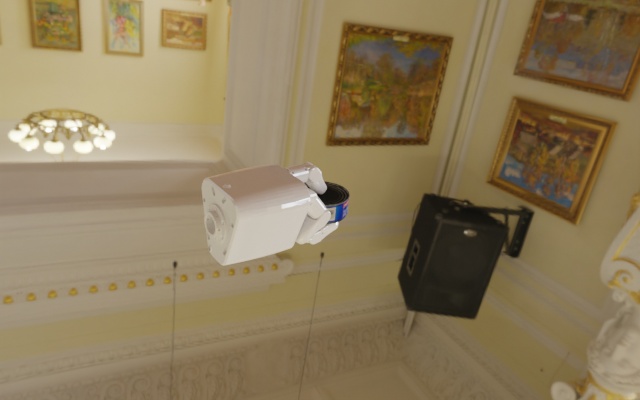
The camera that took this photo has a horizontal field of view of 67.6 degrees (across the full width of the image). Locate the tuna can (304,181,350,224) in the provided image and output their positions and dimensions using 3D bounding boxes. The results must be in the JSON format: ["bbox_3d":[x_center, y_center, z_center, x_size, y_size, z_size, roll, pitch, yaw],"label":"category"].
[{"bbox_3d":[0.000,0.003,0.727,0.086,0.034,0.086,3,26,-2],"label":"tuna can"}]
